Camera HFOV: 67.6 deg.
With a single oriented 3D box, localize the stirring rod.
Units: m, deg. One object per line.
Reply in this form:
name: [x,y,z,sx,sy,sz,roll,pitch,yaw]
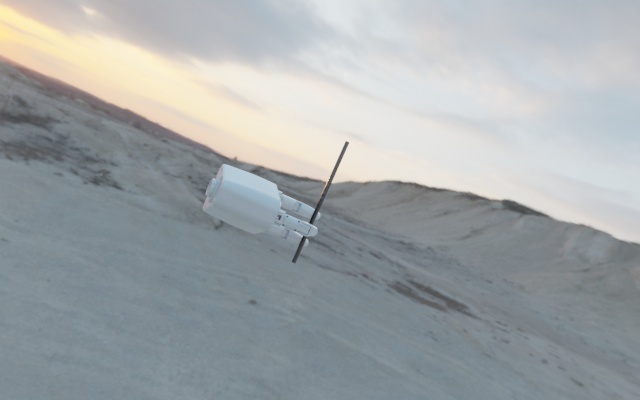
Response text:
stirring rod: [0.000,0.003,0.868,0.011,0.239,0.011,24,0,0]
